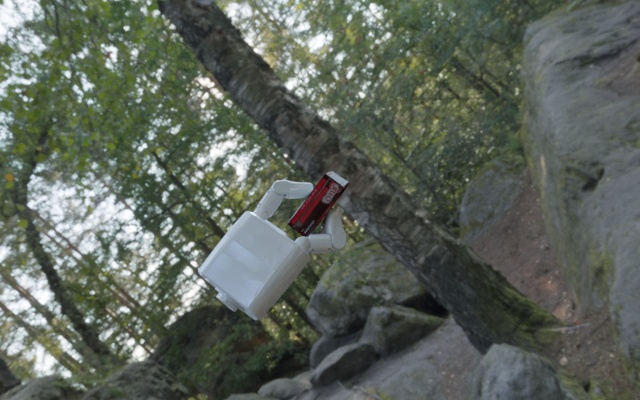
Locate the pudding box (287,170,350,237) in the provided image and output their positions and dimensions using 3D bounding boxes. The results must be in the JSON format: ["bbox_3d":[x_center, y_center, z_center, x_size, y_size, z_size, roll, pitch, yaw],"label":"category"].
[{"bbox_3d":[0.000,0.002,0.694,0.039,0.090,0.113,38,10,0],"label":"pudding box"}]
